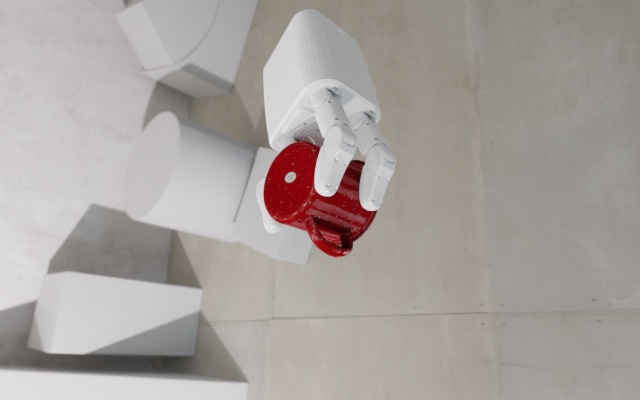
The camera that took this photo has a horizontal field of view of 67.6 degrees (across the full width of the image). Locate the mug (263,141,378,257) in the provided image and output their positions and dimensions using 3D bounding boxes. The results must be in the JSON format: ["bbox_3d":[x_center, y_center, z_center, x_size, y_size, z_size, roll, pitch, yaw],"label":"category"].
[{"bbox_3d":[0.000,0.003,0.465,0.081,0.117,0.093,20,-44,-41],"label":"mug"}]
